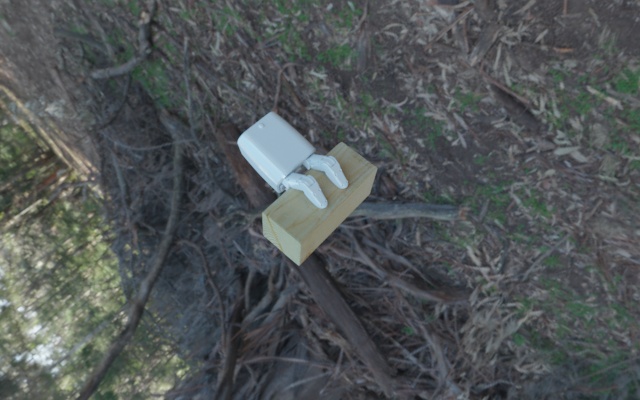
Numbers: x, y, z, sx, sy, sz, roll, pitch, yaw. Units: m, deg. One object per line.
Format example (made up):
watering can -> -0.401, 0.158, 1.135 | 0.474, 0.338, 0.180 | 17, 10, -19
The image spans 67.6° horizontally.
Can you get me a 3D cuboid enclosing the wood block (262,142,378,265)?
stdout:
wood block -> 0.000, 0.003, 0.856 | 0.090, 0.206, 0.091 | 38, -27, 16
